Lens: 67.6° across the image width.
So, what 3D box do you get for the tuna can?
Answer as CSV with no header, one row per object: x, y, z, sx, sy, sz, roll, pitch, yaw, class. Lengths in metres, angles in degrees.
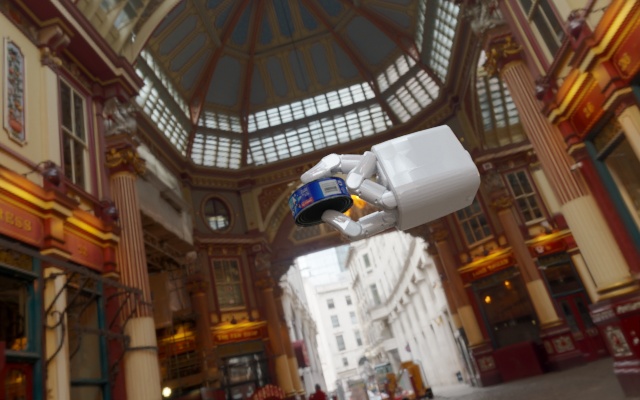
0.000,0.002,0.655,0.086,0.033,0.086,-19,-21,-8,tuna can
